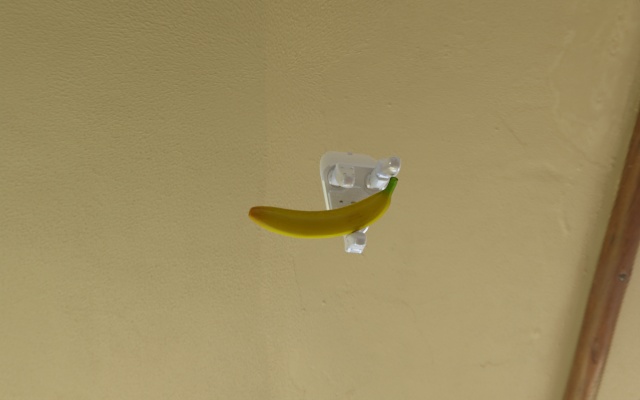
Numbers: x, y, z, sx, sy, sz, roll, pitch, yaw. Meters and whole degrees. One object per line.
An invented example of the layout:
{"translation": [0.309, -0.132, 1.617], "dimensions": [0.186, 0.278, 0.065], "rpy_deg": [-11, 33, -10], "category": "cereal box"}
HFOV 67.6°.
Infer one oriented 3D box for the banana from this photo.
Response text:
{"translation": [0.008, 0.018, 0.630], "dimensions": [0.198, 0.070, 0.037], "rpy_deg": [-13, 20, 2], "category": "banana"}
